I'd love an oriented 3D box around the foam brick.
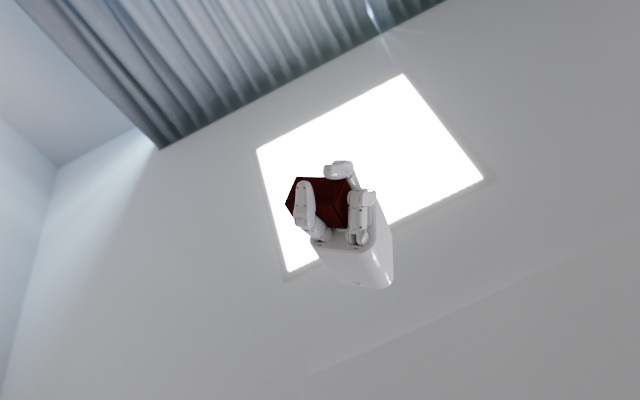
[{"bbox_3d":[0.000,0.002,0.650,0.078,0.053,0.051,3,-37,30],"label":"foam brick"}]
